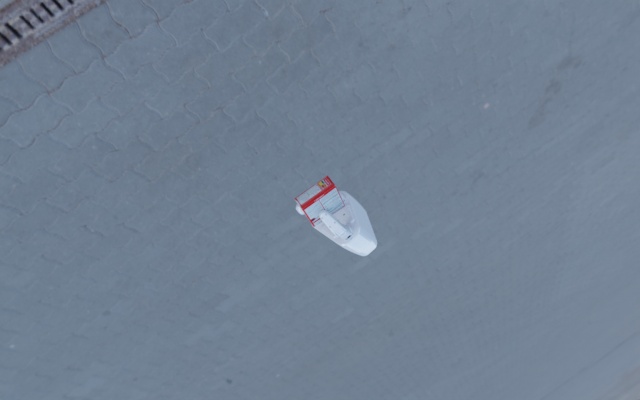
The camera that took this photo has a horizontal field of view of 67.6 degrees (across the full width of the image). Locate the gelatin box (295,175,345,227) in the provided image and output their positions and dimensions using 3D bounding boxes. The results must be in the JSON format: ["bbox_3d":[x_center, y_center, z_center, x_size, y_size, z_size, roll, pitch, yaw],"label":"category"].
[{"bbox_3d":[0.000,0.003,0.875,0.073,0.030,0.089,-35,-29,-3],"label":"gelatin box"}]
